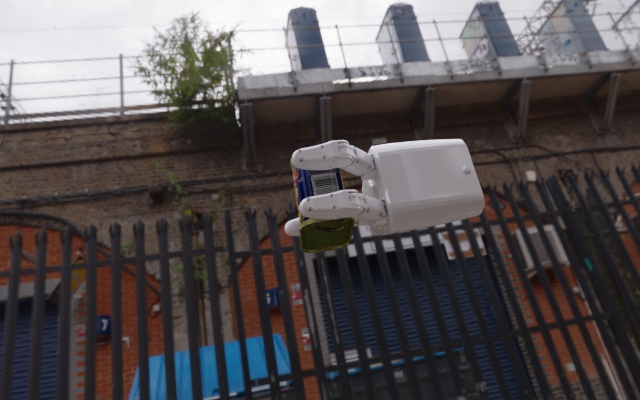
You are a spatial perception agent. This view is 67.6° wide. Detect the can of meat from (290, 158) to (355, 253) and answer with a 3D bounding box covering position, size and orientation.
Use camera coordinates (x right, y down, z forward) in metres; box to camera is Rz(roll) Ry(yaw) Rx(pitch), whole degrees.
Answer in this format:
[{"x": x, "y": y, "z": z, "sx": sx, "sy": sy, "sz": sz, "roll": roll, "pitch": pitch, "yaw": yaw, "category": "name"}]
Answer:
[{"x": 0.000, "y": 0.001, "z": 0.528, "sx": 0.057, "sy": 0.084, "sz": 0.102, "roll": -9, "pitch": -23, "yaw": -4, "category": "can of meat"}]
